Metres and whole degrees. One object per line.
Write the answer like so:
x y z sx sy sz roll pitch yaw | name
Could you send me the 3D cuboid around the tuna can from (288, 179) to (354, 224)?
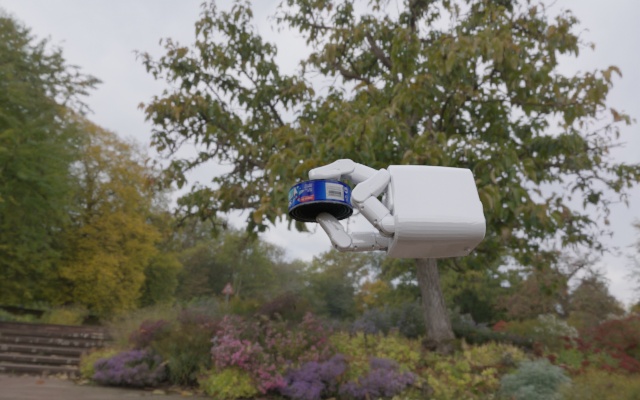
0.000 0.002 0.634 0.086 0.033 0.086 -2 -20 -1 | tuna can
